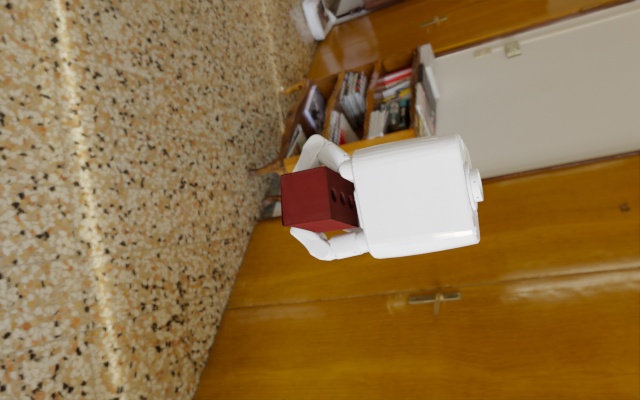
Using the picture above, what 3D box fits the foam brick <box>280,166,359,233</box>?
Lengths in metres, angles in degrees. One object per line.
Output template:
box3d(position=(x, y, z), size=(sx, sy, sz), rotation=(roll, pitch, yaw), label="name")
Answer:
box3d(position=(0.000, 0.002, 0.486), size=(0.051, 0.053, 0.078), rotation=(-9, -12, 24), label="foam brick")
